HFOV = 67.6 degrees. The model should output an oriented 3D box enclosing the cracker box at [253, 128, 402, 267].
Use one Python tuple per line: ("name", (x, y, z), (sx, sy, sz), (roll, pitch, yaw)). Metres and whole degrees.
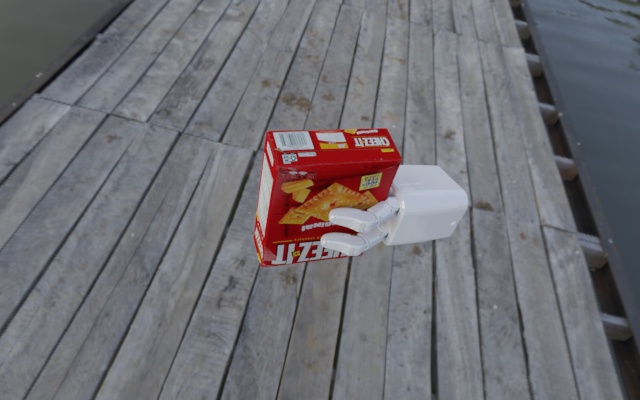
("cracker box", (0.000, 0.002, 0.662), (0.164, 0.072, 0.214), (-4, -40, -17))
